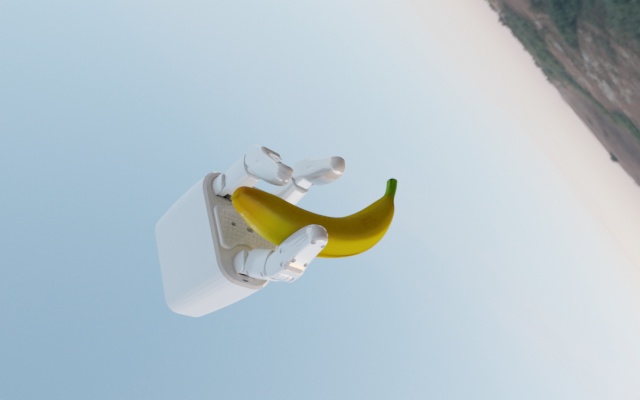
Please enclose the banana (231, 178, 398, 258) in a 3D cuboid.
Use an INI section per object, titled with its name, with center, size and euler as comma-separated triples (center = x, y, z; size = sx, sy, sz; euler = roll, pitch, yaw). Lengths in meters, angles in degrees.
[banana]
center = 0.007, 0.019, 0.429
size = 0.198, 0.069, 0.037
euler = -5, -14, -45
